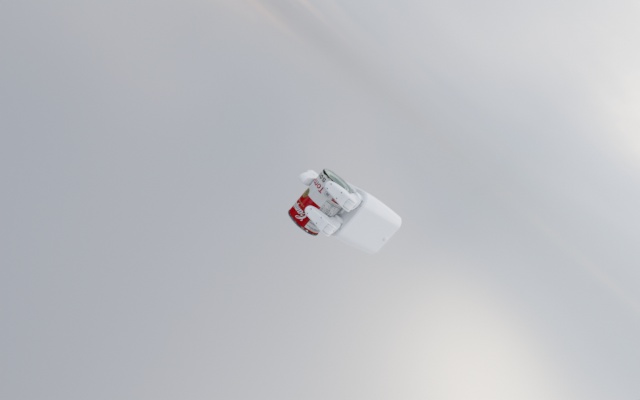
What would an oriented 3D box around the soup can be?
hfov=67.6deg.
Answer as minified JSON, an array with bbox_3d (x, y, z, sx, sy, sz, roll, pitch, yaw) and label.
[{"bbox_3d":[0.000,0.002,0.839,0.068,0.102,0.068,37,15,-12],"label":"soup can"}]
